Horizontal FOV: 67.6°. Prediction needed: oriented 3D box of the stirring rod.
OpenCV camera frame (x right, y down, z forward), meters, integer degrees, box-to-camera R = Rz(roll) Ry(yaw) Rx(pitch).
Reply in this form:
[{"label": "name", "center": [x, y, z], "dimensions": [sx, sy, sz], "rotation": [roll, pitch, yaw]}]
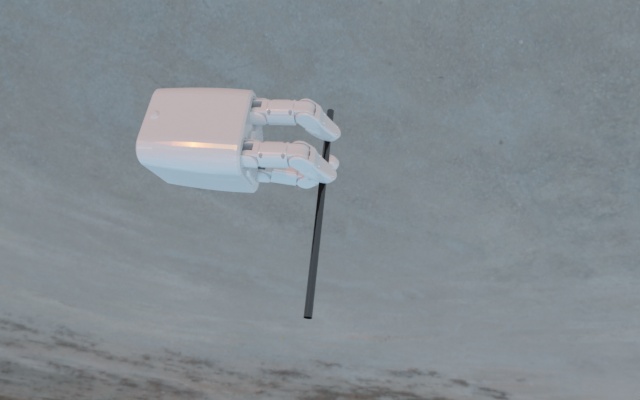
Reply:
[{"label": "stirring rod", "center": [0.000, 0.002, 0.488], "dimensions": [0.011, 0.239, 0.011], "rotation": [5, -30, 3]}]
